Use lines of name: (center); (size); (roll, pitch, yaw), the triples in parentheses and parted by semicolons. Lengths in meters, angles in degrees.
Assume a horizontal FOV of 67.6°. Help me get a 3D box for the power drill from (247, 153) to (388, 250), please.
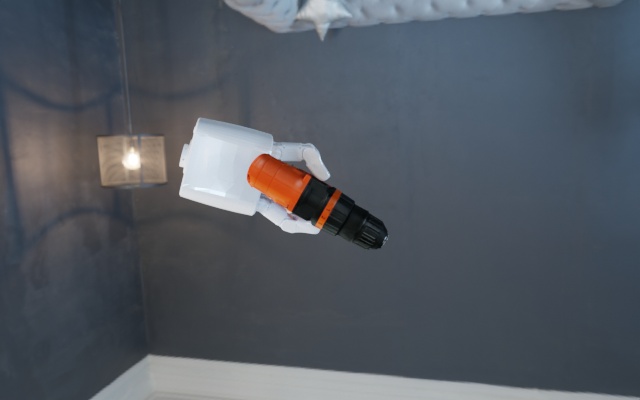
power drill: (0.000, 0.002, 0.636); (0.184, 0.057, 0.187); (32, 0, 1)
